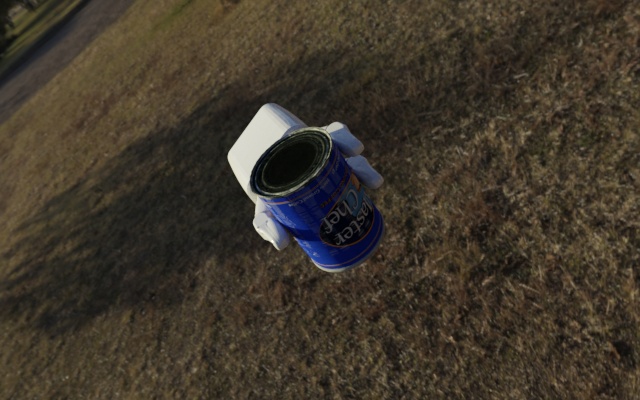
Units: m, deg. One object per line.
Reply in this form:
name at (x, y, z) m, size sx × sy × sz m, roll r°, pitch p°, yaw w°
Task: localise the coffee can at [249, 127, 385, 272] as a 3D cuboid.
coffee can at (0.000, 0.002, 0.547) m, size 0.103 × 0.102 × 0.140 m, roll 0°, pitch -39°, yaw 37°
